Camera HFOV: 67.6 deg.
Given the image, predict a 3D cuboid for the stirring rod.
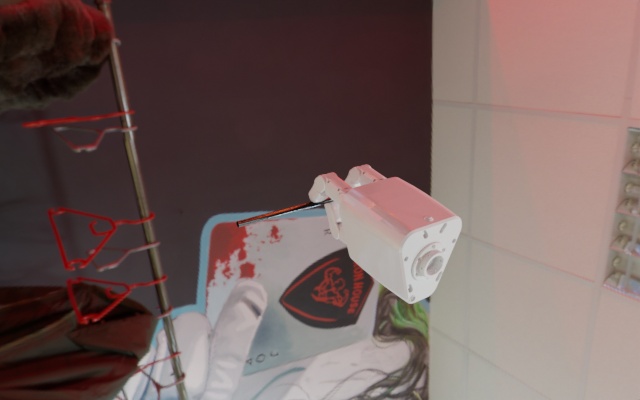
[{"bbox_3d":[0.000,0.002,0.641,0.239,0.011,0.011,-15,7,-30],"label":"stirring rod"}]
